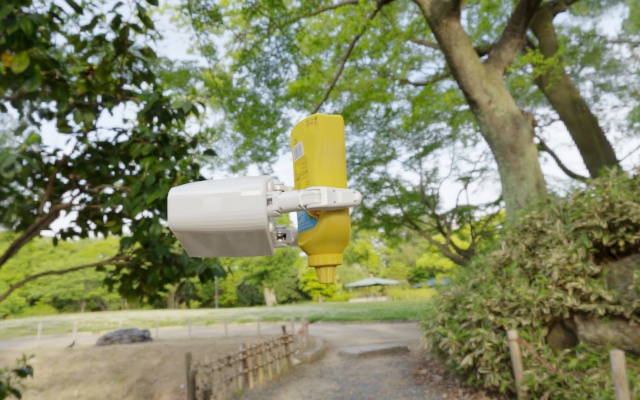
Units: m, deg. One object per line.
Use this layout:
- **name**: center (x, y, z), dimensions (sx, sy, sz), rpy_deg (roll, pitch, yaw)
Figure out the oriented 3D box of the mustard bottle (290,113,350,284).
- **mustard bottle**: center (0.000, 0.002, 0.565), dimensions (0.058, 0.191, 0.096), rpy_deg (1, -12, -24)
